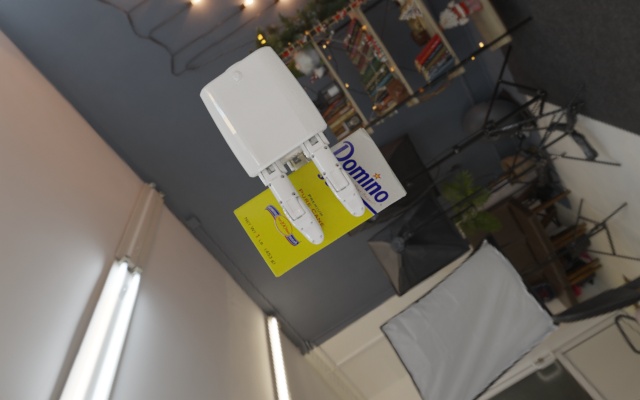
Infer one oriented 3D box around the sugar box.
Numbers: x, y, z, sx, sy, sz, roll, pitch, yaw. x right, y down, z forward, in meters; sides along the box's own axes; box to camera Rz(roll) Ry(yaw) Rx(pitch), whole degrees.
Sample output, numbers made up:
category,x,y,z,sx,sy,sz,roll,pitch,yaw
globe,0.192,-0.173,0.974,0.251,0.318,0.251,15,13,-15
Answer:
category,x,y,z,sx,sy,sz,roll,pitch,yaw
sugar box,0.000,0.002,0.552,0.176,0.093,0.048,-34,1,5
